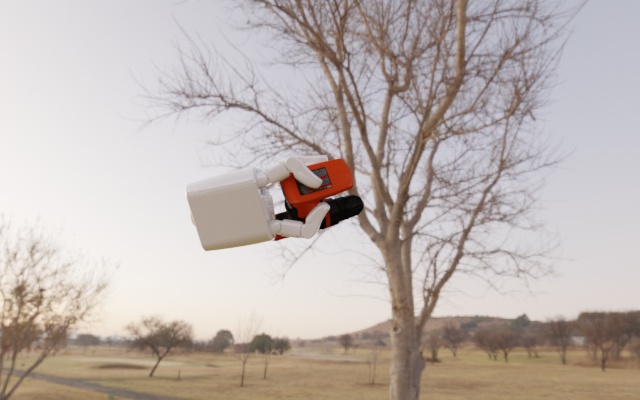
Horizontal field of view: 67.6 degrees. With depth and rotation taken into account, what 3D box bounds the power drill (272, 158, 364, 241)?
[{"bbox_3d":[0.000,0.002,0.784,0.184,0.057,0.188,-18,-21,-15],"label":"power drill"}]
